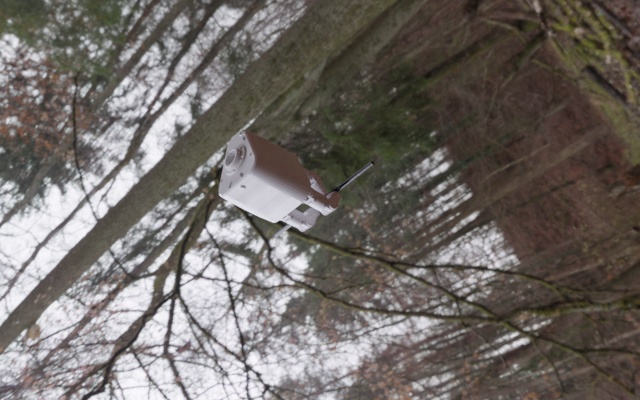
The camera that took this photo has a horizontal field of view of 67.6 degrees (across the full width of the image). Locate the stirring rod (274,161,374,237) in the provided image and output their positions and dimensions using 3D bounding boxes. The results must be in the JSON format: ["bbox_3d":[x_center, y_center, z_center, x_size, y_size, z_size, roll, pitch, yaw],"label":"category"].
[{"bbox_3d":[0.000,0.003,0.820,0.239,0.011,0.011,-37,-21,30],"label":"stirring rod"}]
